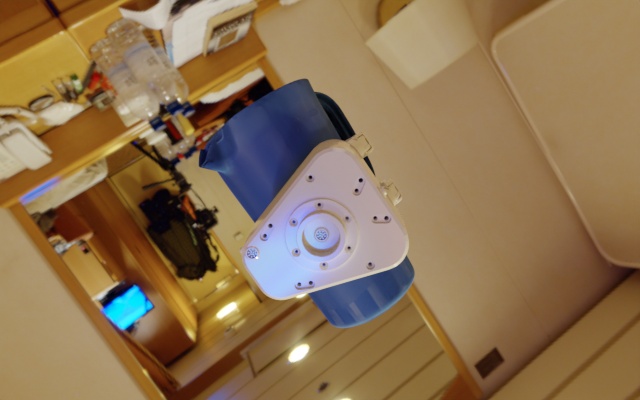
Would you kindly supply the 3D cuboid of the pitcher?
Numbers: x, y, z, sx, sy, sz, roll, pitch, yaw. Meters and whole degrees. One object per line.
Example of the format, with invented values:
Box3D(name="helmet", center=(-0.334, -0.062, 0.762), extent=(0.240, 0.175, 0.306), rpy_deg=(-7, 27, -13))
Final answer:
Box3D(name="pitcher", center=(0.000, 0.002, 0.509), extent=(0.149, 0.243, 0.145), rpy_deg=(-33, 5, 4))
